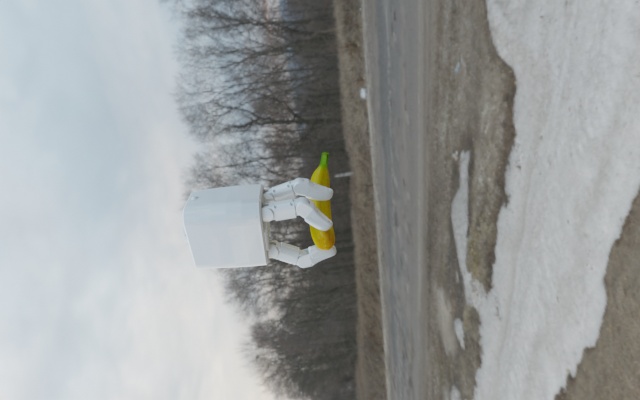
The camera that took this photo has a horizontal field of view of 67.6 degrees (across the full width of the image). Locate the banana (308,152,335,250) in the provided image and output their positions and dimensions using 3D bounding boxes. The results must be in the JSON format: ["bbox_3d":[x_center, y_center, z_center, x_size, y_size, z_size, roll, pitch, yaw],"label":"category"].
[{"bbox_3d":[0.000,0.013,0.741,0.037,0.197,0.070,-1,-44,-2],"label":"banana"}]
